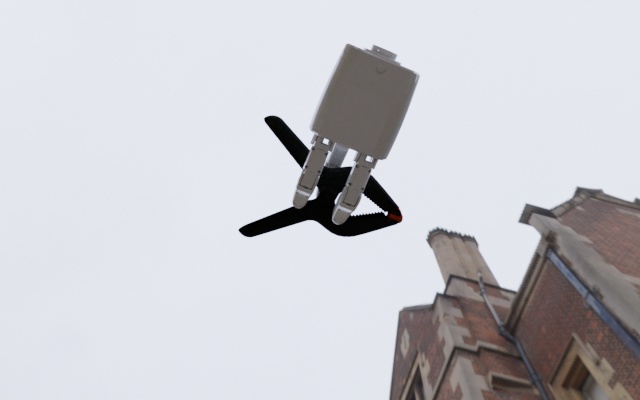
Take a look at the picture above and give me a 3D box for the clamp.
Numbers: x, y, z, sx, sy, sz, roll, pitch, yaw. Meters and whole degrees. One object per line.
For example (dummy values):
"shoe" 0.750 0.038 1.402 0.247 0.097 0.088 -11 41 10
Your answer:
"clamp" 0.001 0.002 0.620 0.210 0.164 0.036 22 17 -3
